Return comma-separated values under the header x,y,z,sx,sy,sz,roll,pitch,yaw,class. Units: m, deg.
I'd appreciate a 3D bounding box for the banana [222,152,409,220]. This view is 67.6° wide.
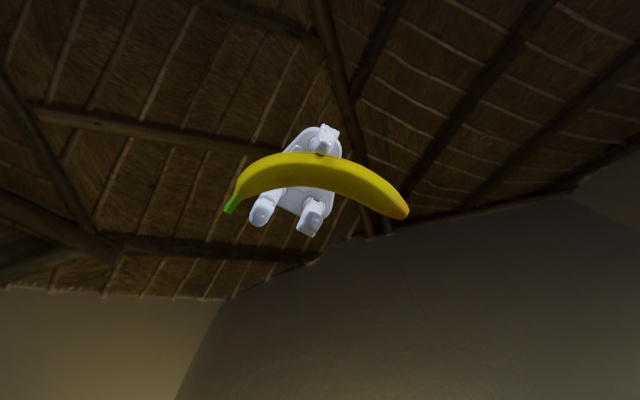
x,y,z,sx,sy,sz,roll,pitch,yaw,class
-0.003,-0.017,0.511,0.198,0.069,0.037,2,7,-1,banana
